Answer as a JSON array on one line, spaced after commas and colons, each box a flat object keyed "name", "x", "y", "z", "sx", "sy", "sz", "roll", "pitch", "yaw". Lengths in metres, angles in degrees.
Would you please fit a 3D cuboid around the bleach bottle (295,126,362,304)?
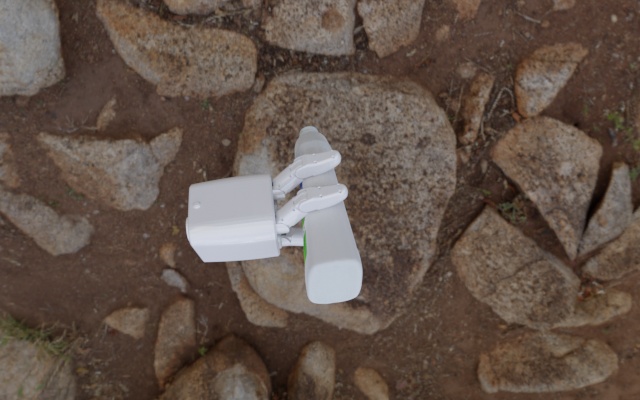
[{"name": "bleach bottle", "x": 0.000, "y": 0.002, "z": 0.638, "sx": 0.068, "sy": 0.250, "sz": 0.103, "roll": -6, "pitch": -39, "yaw": -5}]
